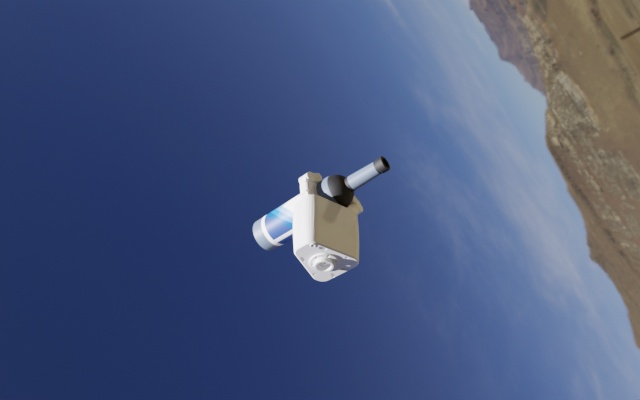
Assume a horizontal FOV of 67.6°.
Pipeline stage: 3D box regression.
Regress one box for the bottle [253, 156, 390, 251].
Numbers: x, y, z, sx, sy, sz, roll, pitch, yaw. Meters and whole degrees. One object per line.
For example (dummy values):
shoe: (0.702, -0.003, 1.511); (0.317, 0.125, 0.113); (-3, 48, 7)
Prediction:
bottle: (0.000, 0.003, 0.885); (0.296, 0.069, 0.069); (-31, -16, 28)
